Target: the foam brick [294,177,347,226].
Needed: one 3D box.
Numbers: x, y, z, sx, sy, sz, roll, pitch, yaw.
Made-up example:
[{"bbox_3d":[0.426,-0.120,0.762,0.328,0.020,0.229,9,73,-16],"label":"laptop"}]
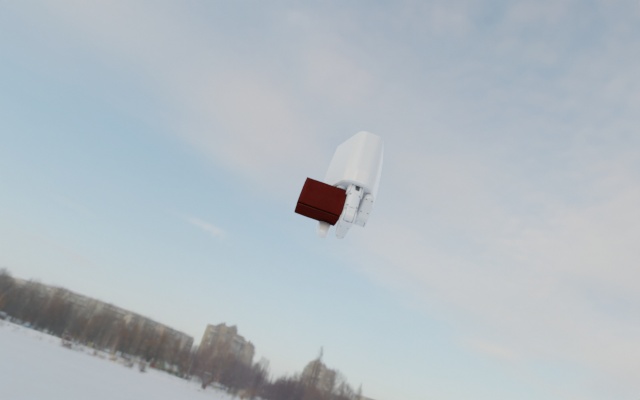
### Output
[{"bbox_3d":[0.000,0.003,0.821,0.078,0.051,0.053,19,-22,-4],"label":"foam brick"}]
